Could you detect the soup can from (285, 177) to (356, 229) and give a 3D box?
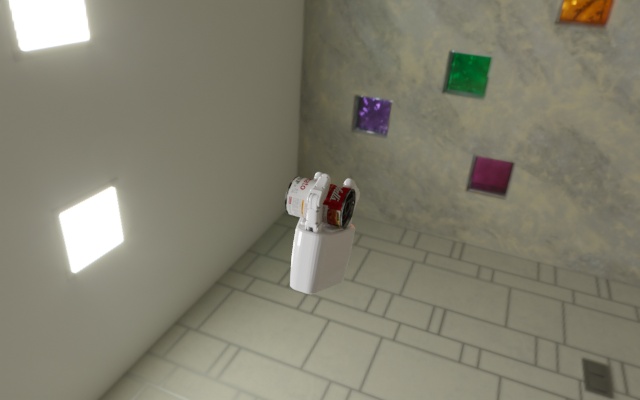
[{"bbox_3d":[0.000,0.002,0.797,0.102,0.068,0.068,14,4,18],"label":"soup can"}]
